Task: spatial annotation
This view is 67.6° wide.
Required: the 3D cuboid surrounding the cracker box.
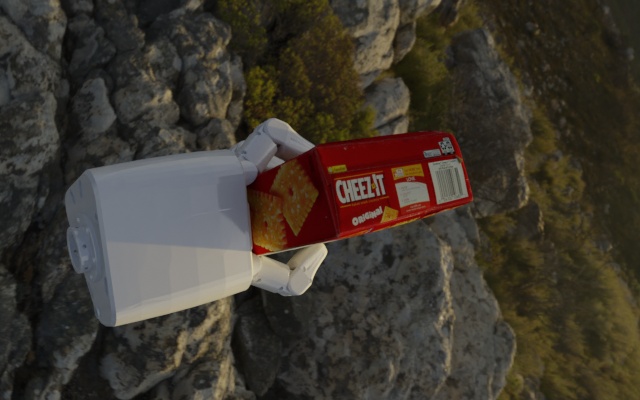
[{"bbox_3d":[0.000,0.002,0.441,0.164,0.072,0.214,-12,-3,-39],"label":"cracker box"}]
